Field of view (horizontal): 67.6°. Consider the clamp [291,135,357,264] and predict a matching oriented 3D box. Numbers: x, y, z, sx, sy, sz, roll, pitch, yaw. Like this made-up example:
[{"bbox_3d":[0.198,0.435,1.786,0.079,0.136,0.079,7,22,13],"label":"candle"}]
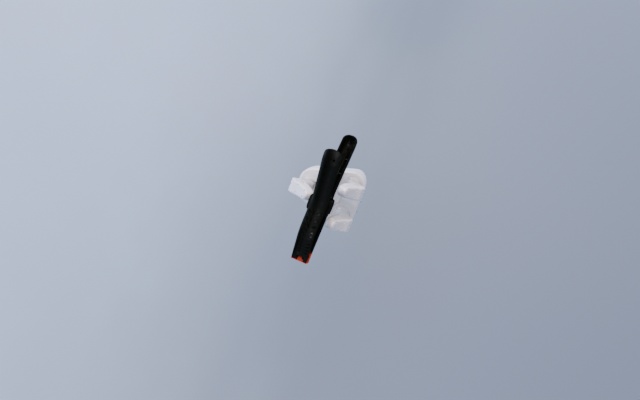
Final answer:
[{"bbox_3d":[-0.001,0.002,0.711,0.036,0.210,0.164,23,12,7],"label":"clamp"}]
